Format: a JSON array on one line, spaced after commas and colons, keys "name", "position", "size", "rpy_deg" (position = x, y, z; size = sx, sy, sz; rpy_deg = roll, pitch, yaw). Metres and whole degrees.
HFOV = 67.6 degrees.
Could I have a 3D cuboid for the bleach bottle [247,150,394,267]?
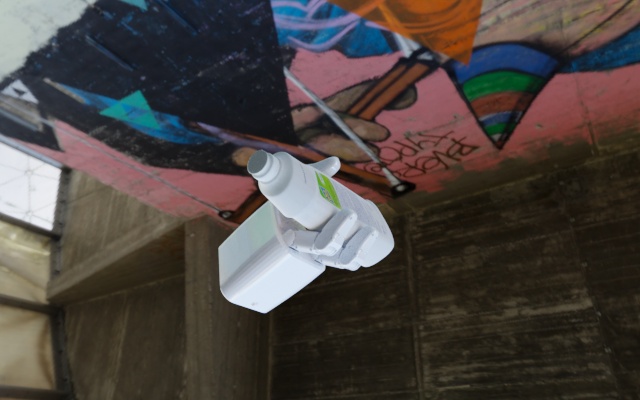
[{"name": "bleach bottle", "position": [0.000, 0.002, 0.599], "size": [0.068, 0.102, 0.251], "rpy_deg": [-39, -41, 14]}]
